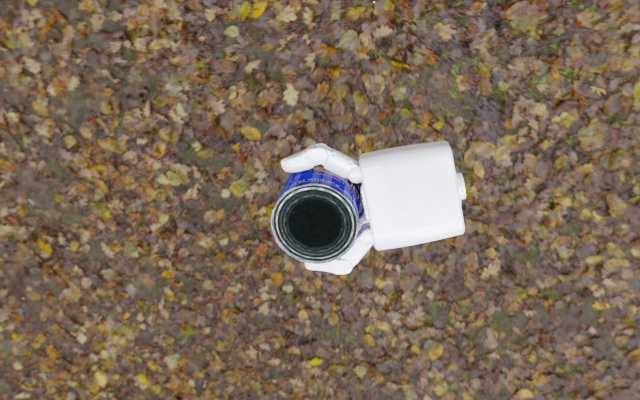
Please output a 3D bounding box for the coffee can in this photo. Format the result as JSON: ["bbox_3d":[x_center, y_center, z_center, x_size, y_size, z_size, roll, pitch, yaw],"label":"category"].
[{"bbox_3d":[0.000,0.002,0.611,0.103,0.103,0.140,0,22,6],"label":"coffee can"}]
